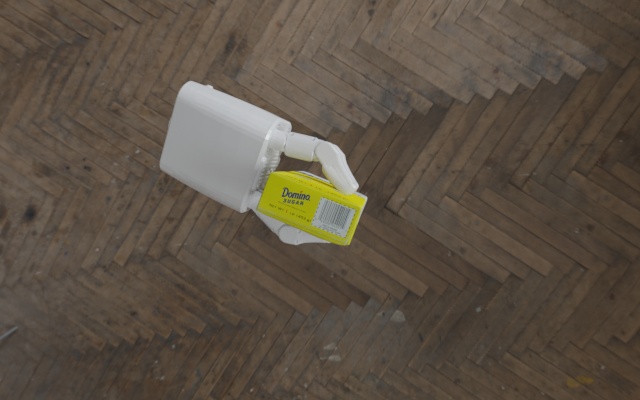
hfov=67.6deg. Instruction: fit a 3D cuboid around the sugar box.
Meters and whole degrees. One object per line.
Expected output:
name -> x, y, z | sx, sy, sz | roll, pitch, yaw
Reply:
sugar box -> 0.000, 0.001, 0.519 | 0.093, 0.048, 0.176 | 22, 9, 5
